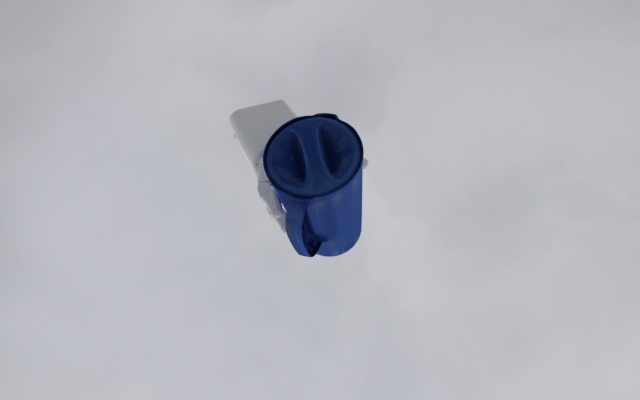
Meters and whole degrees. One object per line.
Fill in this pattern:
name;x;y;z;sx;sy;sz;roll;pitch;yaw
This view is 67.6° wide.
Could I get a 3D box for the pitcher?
pitcher;0.000;0.002;0.719;0.149;0.145;0.243;-31;-29;-9
